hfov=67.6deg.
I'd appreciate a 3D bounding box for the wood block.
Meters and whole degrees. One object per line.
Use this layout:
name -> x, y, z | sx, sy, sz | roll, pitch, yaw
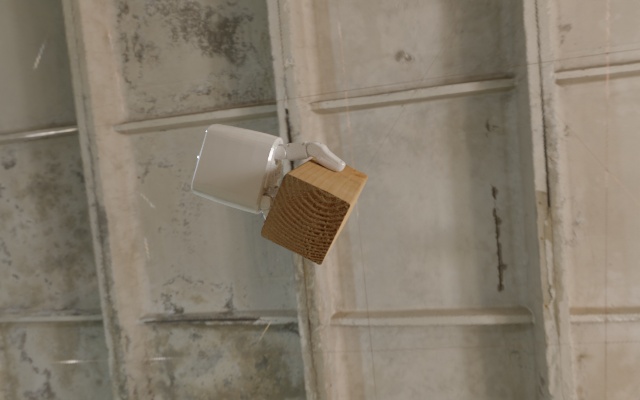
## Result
wood block -> 0.000, 0.002, 0.680 | 0.090, 0.091, 0.206 | 26, 16, 5
